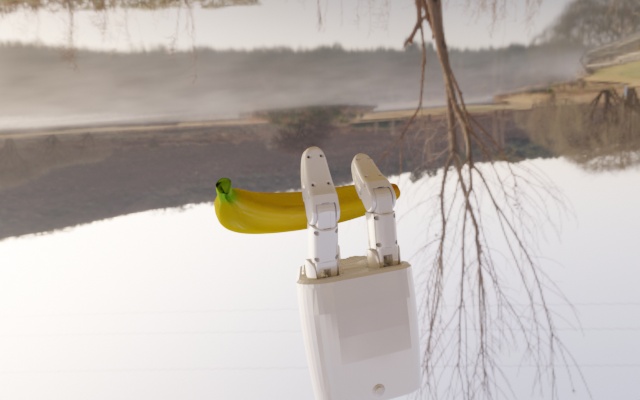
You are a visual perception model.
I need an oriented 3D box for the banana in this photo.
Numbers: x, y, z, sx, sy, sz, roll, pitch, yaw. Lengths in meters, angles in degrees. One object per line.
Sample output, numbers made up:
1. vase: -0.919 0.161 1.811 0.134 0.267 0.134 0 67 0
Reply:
1. banana: -0.014 0.006 0.417 0.198 0.037 0.069 -3 -12 -41
